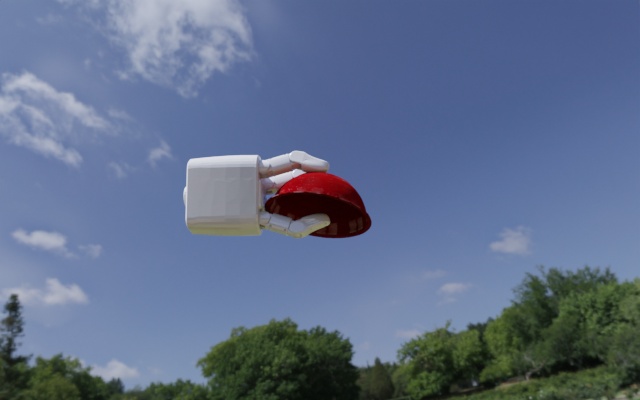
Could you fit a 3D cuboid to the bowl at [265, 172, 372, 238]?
[{"bbox_3d":[0.001,0.002,0.723,0.162,0.055,0.162,9,-25,4],"label":"bowl"}]
